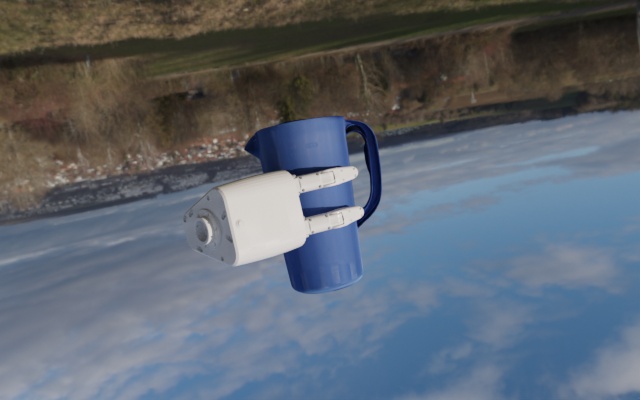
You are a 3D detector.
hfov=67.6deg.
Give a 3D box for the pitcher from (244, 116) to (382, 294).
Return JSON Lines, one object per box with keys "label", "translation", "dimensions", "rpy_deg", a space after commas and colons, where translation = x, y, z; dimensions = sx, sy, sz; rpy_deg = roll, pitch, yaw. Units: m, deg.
{"label": "pitcher", "translation": [0.000, 0.002, 0.691], "dimensions": [0.149, 0.243, 0.145], "rpy_deg": [-7, 6, 44]}
